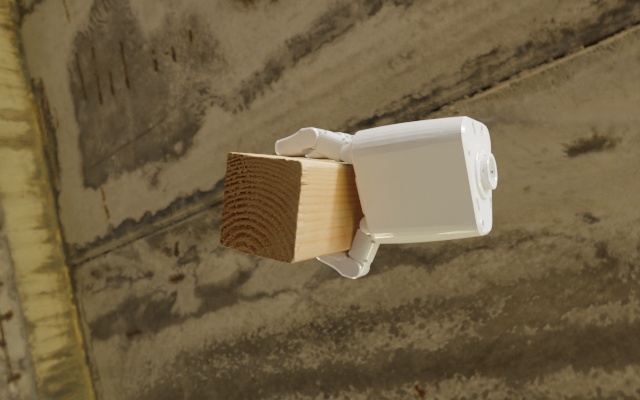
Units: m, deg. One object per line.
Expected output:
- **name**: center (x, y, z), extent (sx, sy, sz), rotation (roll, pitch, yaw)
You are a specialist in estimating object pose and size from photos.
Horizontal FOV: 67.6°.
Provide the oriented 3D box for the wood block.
- **wood block**: center (0.000, 0.002, 0.510), extent (0.090, 0.091, 0.206), rotation (10, 7, 32)
